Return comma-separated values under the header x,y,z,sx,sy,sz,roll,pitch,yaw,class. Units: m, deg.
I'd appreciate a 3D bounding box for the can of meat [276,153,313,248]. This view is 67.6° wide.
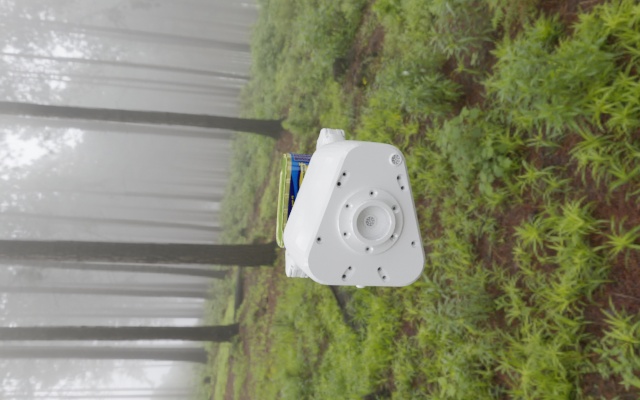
x,y,z,sx,sy,sz,roll,pitch,yaw,class
0.000,0.002,0.498,0.084,0.102,0.057,3,7,-11,can of meat
